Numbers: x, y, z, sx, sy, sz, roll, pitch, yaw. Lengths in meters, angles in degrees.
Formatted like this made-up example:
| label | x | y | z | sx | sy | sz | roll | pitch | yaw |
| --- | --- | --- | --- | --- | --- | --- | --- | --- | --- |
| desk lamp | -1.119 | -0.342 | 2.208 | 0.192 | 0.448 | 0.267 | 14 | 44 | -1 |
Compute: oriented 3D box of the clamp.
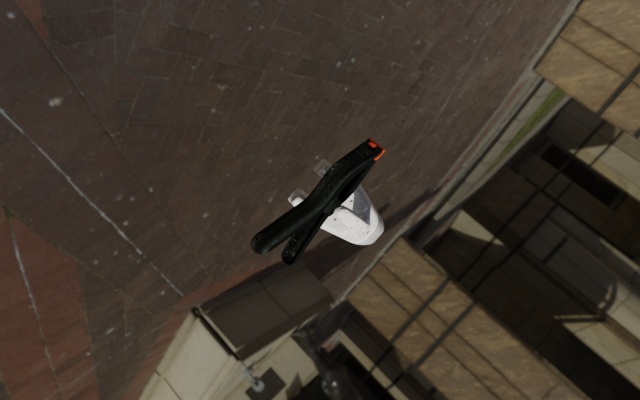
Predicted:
| label | x | y | z | sx | sy | sz | roll | pitch | yaw |
| --- | --- | --- | --- | --- | --- | --- | --- | --- | --- |
| clamp | 0.001 | 0.002 | 0.608 | 0.036 | 0.210 | 0.164 | 42 | 4 | 14 |
